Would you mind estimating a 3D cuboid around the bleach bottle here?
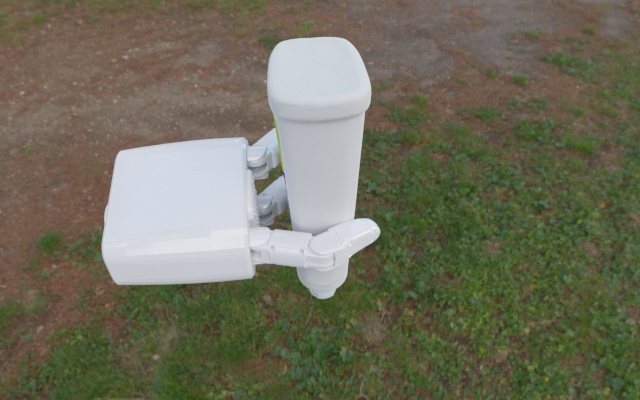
[{"bbox_3d":[0.000,0.001,0.405,0.068,0.251,0.102,-4,41,-2],"label":"bleach bottle"}]
